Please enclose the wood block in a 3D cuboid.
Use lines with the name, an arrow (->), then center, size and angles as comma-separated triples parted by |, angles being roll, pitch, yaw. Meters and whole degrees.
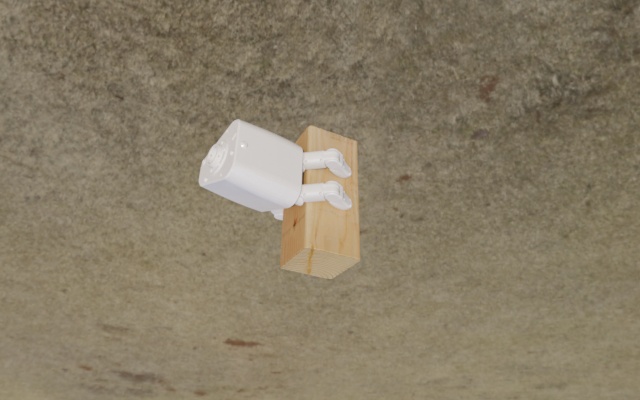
wood block -> 0.000, 0.003, 0.733 | 0.090, 0.206, 0.091 | 15, -32, -23
